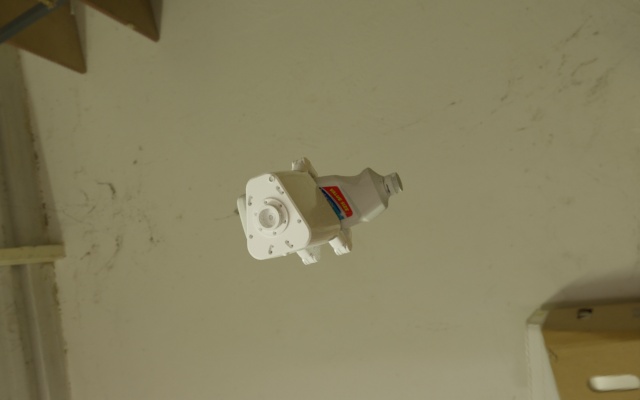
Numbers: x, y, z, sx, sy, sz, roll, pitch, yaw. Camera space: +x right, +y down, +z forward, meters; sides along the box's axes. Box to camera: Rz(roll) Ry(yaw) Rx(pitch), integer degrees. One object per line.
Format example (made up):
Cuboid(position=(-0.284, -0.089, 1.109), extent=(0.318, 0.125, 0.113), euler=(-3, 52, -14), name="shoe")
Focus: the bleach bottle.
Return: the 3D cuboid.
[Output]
Cuboid(position=(0.000, 0.003, 0.732), extent=(0.251, 0.102, 0.068), euler=(-19, -5, 21), name="bleach bottle")
